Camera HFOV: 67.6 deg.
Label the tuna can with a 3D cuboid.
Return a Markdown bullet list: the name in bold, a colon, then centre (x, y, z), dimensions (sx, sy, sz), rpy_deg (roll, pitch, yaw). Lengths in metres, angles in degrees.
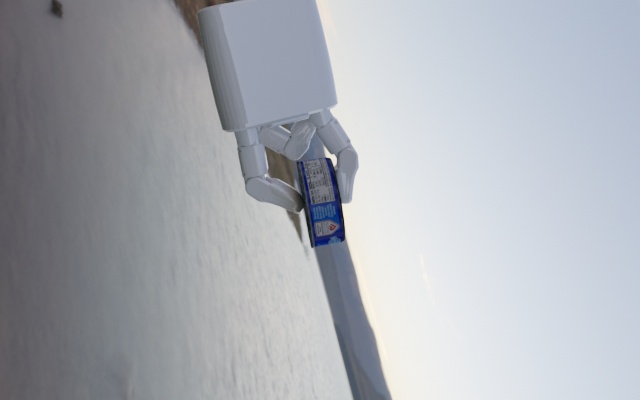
- **tuna can**: centre (0.001, 0.001, 0.465), dimensions (0.034, 0.086, 0.086), rpy_deg (-10, 0, -3)
